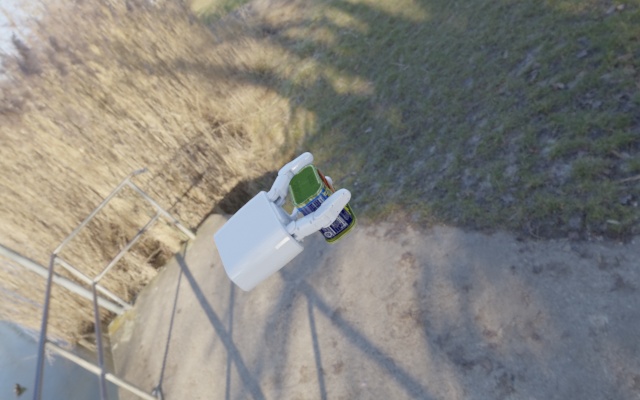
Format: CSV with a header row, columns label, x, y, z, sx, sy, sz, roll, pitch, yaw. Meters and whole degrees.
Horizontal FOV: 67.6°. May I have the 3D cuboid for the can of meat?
label,x,y,z,sx,sy,sz,roll,pitch,yaw
can of meat,0.000,0.002,0.713,0.057,0.084,0.102,-38,28,9
